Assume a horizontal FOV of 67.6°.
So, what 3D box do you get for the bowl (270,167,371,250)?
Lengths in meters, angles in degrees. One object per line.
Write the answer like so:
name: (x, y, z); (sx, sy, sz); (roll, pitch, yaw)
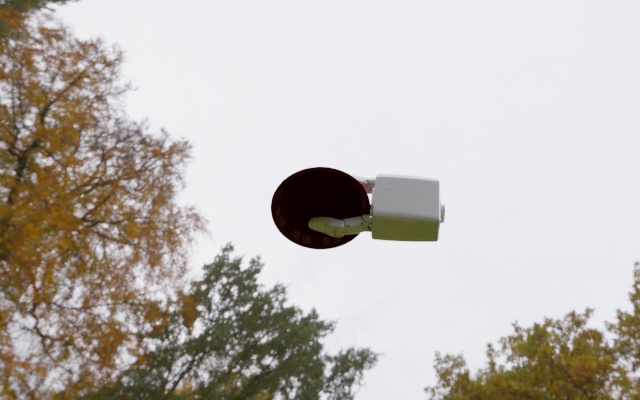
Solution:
bowl: (-0.001, 0.002, 0.789); (0.162, 0.162, 0.055); (0, 34, 0)
